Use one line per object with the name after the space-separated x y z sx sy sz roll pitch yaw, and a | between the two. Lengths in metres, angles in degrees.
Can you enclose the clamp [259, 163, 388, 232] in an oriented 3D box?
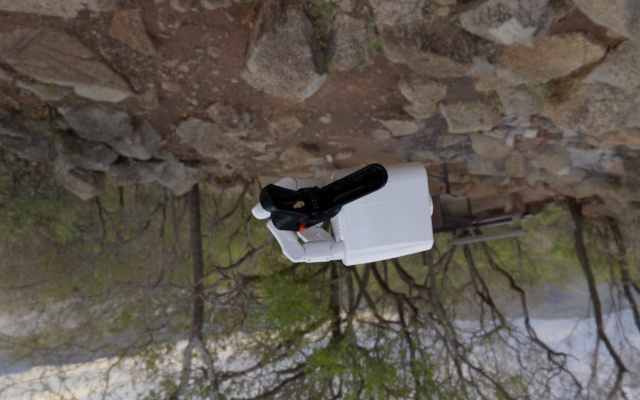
0.000 0.002 0.494 0.120 0.039 0.171 -8 -9 -6 | clamp
